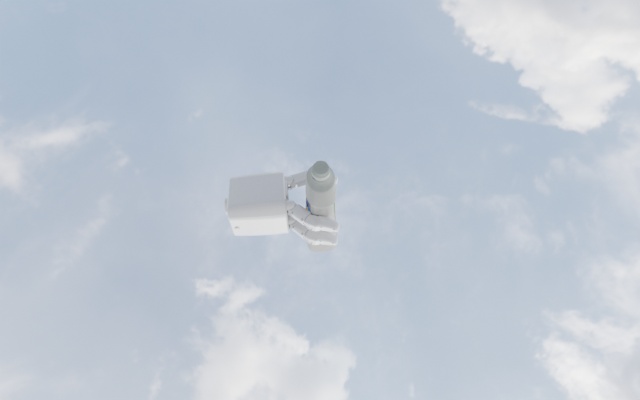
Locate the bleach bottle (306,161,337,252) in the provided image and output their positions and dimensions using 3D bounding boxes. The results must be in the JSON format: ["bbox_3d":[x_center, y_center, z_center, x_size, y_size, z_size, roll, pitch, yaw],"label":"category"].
[{"bbox_3d":[0.000,0.003,0.899,0.068,0.102,0.251,-5,-31,-3],"label":"bleach bottle"}]
